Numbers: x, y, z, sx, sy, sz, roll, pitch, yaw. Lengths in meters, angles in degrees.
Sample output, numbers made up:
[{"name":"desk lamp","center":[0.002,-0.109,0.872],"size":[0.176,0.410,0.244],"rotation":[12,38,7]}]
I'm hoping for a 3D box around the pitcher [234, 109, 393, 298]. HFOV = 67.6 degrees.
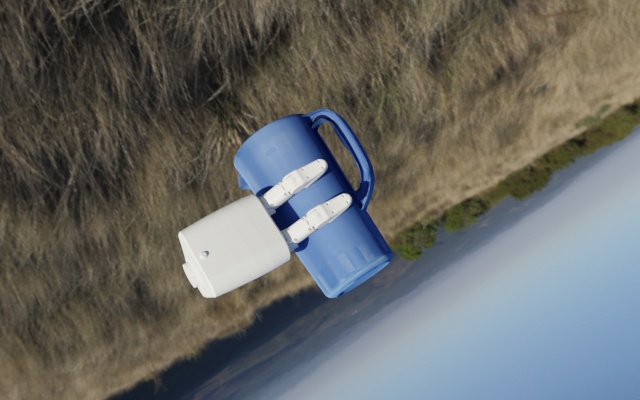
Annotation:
[{"name":"pitcher","center":[0.000,0.002,0.668],"size":[0.145,0.242,0.149],"rotation":[-27,-16,-25]}]
